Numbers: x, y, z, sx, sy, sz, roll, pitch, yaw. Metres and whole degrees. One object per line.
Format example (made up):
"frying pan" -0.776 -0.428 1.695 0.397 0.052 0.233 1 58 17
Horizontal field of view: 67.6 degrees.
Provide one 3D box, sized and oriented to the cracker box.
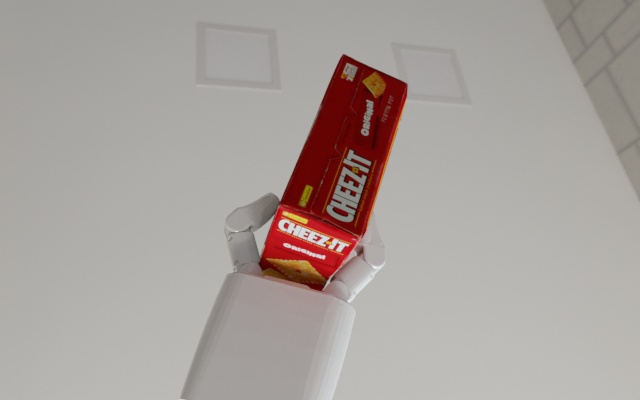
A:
"cracker box" 0.000 0.001 0.453 0.072 0.164 0.214 22 -32 -4
